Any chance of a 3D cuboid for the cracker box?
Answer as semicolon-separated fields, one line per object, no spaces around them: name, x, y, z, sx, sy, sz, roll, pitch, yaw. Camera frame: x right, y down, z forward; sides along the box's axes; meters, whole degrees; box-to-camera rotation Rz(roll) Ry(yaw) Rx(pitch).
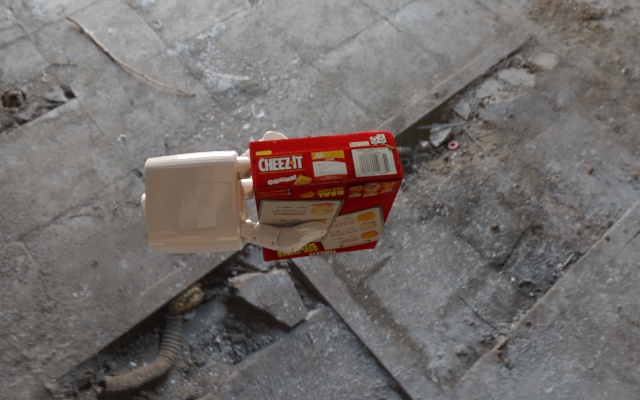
cracker box;0.000;0.002;0.606;0.164;0.072;0.214;-6;-26;-6
